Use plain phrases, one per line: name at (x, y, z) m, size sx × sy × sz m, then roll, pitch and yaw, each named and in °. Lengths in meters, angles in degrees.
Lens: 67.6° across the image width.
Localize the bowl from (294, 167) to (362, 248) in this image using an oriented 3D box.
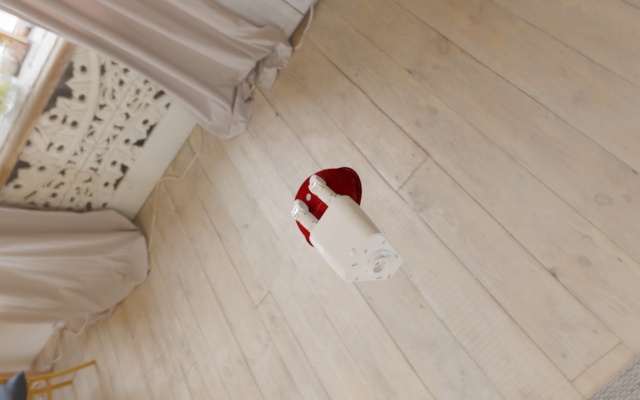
bowl at (-0.001, 0.002, 0.866) m, size 0.055 × 0.162 × 0.162 m, roll 26°, pitch -15°, yaw -33°
